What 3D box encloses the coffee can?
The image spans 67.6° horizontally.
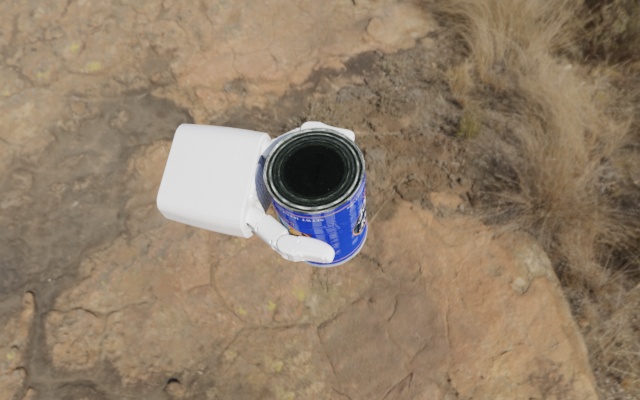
[{"bbox_3d":[0.000,0.002,0.535,0.103,0.102,0.140,0,-29,7],"label":"coffee can"}]
